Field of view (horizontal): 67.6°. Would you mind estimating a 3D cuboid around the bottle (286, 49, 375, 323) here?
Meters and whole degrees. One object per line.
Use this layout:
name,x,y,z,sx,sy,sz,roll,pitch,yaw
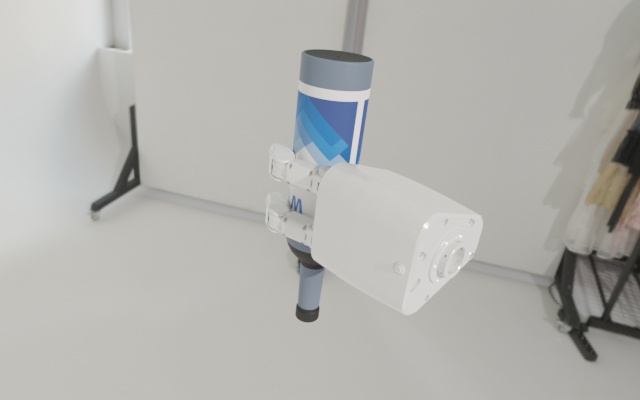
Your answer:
bottle,0.000,0.001,0.493,0.069,0.296,0.069,6,25,-3
